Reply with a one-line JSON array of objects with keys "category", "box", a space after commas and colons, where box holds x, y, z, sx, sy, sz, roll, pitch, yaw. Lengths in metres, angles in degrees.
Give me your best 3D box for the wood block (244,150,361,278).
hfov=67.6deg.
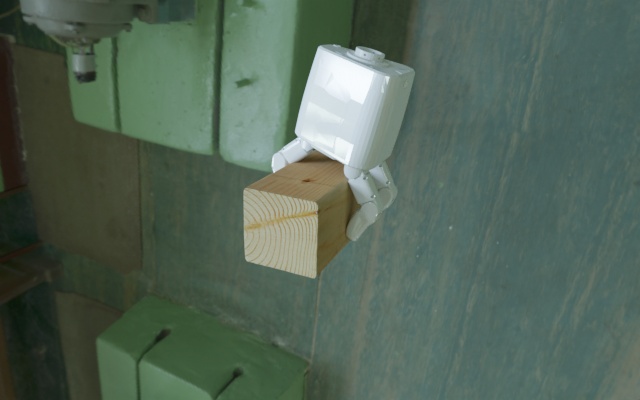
[{"category": "wood block", "box": [0.000, 0.002, 0.589, 0.091, 0.090, 0.206, 11, 23, 23]}]
